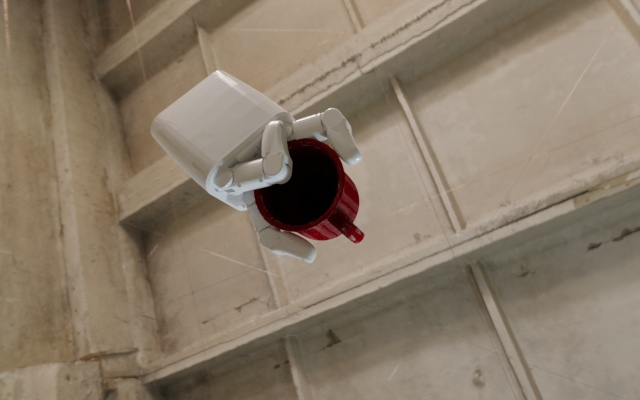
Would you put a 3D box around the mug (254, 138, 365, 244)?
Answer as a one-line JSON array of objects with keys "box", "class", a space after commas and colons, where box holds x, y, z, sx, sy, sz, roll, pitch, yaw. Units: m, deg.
[{"box": [0.001, 0.002, 0.482, 0.117, 0.093, 0.081, 39, 0, 25], "class": "mug"}]
